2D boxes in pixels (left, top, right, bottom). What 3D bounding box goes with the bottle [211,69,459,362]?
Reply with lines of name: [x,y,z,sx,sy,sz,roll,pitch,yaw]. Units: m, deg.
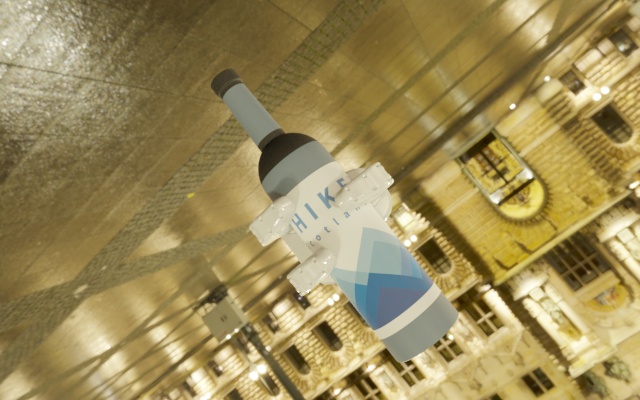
bottle: [0.000,0.002,0.423,0.069,0.295,0.069,-38,-8,-6]
